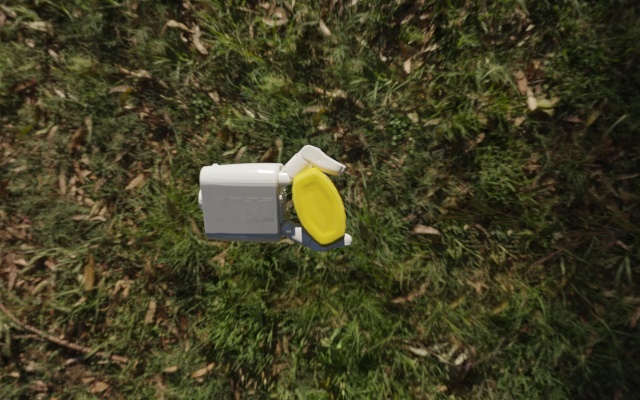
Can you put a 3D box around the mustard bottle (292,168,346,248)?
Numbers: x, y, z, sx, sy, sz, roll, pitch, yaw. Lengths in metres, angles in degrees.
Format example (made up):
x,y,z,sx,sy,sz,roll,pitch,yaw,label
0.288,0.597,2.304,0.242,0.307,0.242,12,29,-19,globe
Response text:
x,y,z,sx,sy,sz,roll,pitch,yaw,label
0.000,0.002,0.668,0.058,0.096,0.191,-24,4,3,mustard bottle
